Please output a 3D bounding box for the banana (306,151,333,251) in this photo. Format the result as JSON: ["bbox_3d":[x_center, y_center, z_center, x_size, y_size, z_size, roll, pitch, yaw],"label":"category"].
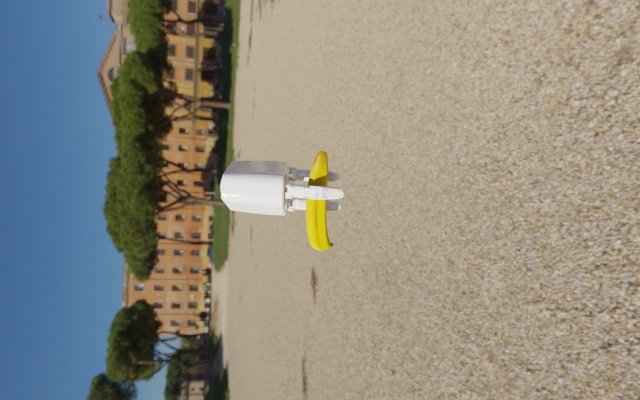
[{"bbox_3d":[-0.004,0.014,0.843,0.037,0.198,0.069,4,28,12],"label":"banana"}]
